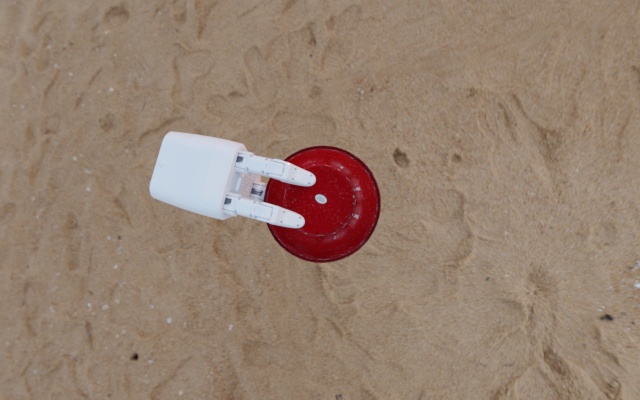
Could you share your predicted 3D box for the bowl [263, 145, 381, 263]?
[{"bbox_3d":[0.001,0.002,0.628,0.162,0.162,0.055,0,-5,3],"label":"bowl"}]
